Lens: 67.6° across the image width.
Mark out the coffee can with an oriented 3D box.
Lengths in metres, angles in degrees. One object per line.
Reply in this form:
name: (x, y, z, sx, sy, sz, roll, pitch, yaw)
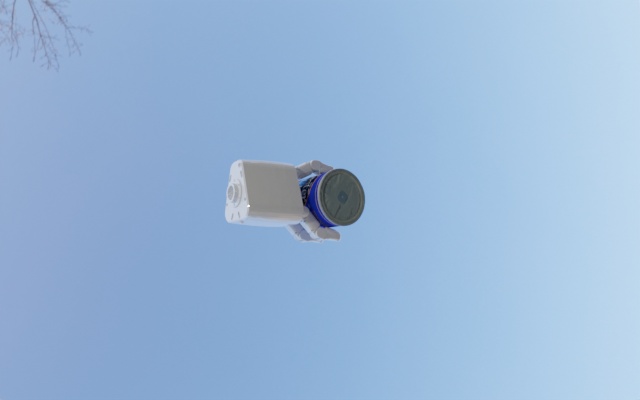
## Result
coffee can: (0.000, 0.003, 0.895, 0.103, 0.103, 0.140, 0, -8, -35)
